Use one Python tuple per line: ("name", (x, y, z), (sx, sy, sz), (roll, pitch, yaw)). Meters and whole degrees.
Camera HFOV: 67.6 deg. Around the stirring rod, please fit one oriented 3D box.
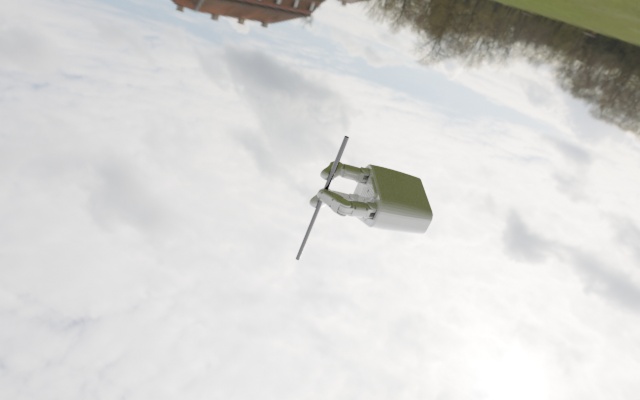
("stirring rod", (0.000, 0.003, 0.783), (0.011, 0.240, 0.011), (17, 27, -9))
